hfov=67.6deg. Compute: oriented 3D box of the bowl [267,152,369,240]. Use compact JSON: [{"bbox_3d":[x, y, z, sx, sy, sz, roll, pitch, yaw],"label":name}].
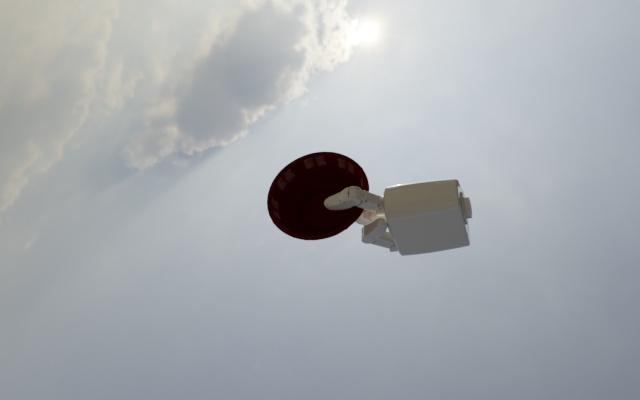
[{"bbox_3d":[-0.001,0.002,0.753,0.162,0.162,0.055,0,-32,14],"label":"bowl"}]
